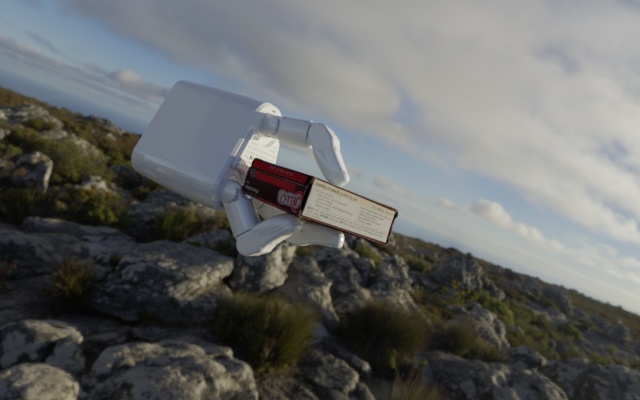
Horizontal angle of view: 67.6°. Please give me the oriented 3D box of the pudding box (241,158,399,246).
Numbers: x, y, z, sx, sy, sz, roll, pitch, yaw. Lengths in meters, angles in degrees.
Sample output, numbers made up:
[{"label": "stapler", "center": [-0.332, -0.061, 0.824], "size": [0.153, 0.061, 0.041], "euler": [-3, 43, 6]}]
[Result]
[{"label": "pudding box", "center": [0.000, 0.001, 0.426], "size": [0.113, 0.039, 0.090], "euler": [18, 3, -41]}]
